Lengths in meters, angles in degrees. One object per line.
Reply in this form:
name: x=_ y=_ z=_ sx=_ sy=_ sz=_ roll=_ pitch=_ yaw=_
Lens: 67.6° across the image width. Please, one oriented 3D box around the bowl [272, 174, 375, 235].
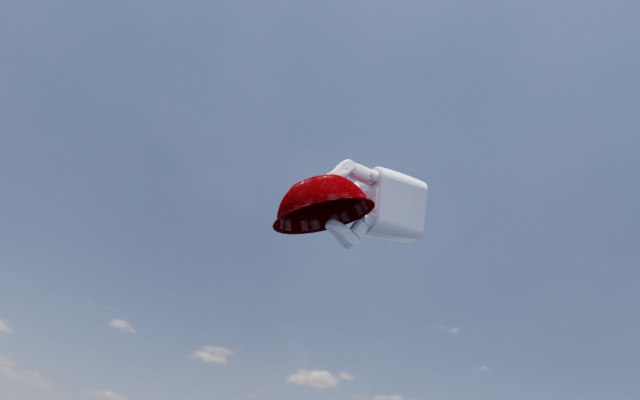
bowl: x=-0.001 y=0.002 z=0.743 sx=0.162 sy=0.055 sz=0.162 roll=-12 pitch=-17 yaw=-4
